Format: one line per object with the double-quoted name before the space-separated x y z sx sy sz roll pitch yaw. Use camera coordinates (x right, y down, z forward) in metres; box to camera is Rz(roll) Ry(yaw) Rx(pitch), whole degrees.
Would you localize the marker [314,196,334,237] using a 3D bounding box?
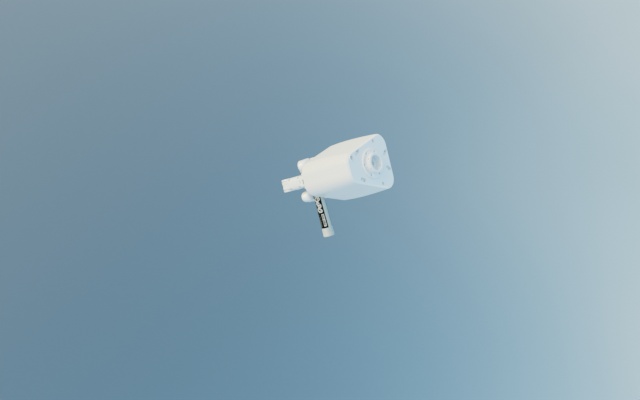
"marker" 0.000 0.003 0.824 0.020 0.121 0.020 -14 2 1
